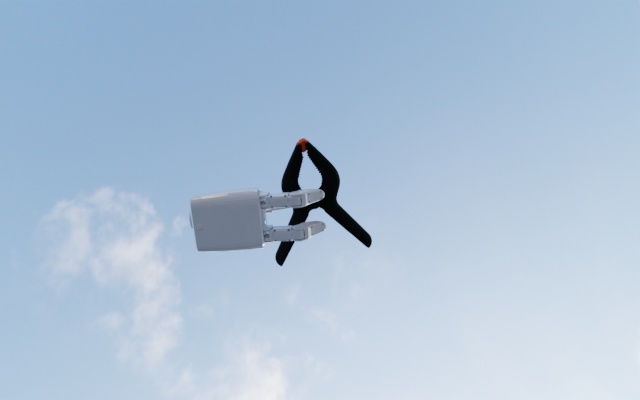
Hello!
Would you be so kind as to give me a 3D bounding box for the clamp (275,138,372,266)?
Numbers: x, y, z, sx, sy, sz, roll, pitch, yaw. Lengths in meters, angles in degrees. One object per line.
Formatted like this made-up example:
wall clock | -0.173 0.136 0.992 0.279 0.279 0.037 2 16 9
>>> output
clamp | 0.000 0.002 0.780 0.164 0.210 0.036 -5 17 -5
